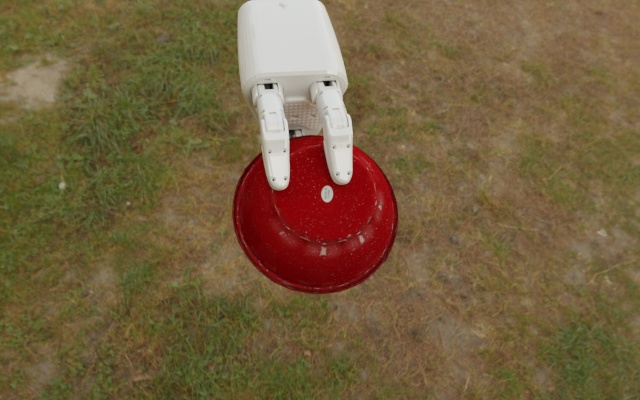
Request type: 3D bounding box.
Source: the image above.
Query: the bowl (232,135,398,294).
[{"bbox_3d":[0.001,0.002,0.437,0.162,0.162,0.055,0,-19,-8],"label":"bowl"}]
